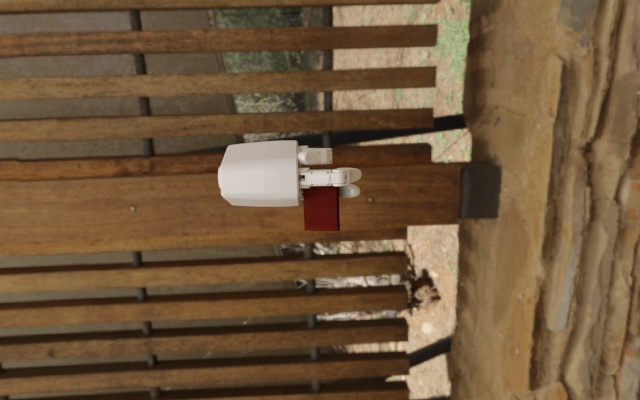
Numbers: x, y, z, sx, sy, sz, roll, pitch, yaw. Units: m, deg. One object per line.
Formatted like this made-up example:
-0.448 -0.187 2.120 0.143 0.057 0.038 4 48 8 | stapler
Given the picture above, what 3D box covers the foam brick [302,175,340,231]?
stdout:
0.000 0.003 0.699 0.051 0.078 0.053 -2 9 -3 | foam brick
